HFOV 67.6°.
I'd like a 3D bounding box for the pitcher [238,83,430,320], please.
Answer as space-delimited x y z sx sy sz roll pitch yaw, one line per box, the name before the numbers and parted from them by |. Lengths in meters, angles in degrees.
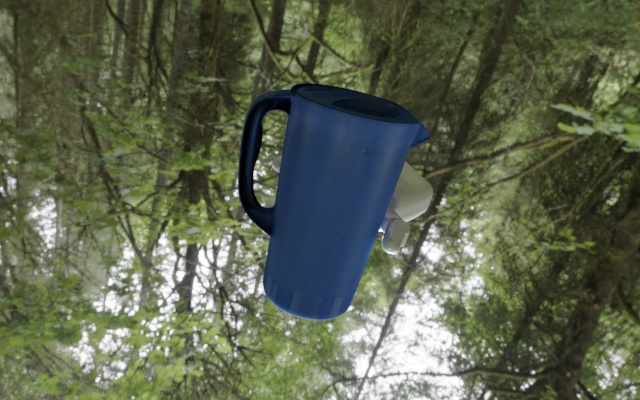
pitcher | 0.000 0.002 0.517 0.149 0.243 0.145 28 25 30
